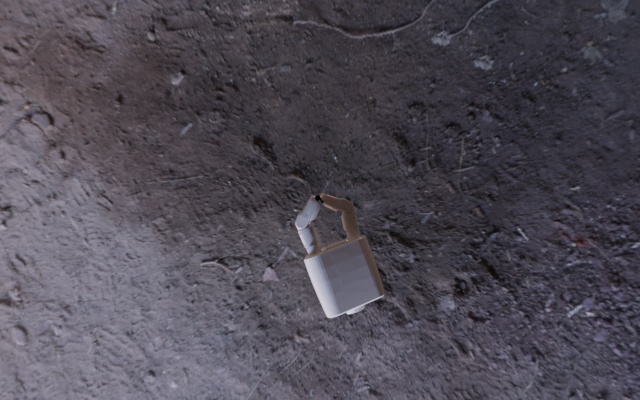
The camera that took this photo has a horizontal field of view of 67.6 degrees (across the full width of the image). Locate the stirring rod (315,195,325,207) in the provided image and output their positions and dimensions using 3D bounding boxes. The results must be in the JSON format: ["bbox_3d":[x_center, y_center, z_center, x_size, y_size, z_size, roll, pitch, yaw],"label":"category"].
[{"bbox_3d":[0.000,0.003,0.796,0.011,0.011,0.239,0,-3,2],"label":"stirring rod"}]
